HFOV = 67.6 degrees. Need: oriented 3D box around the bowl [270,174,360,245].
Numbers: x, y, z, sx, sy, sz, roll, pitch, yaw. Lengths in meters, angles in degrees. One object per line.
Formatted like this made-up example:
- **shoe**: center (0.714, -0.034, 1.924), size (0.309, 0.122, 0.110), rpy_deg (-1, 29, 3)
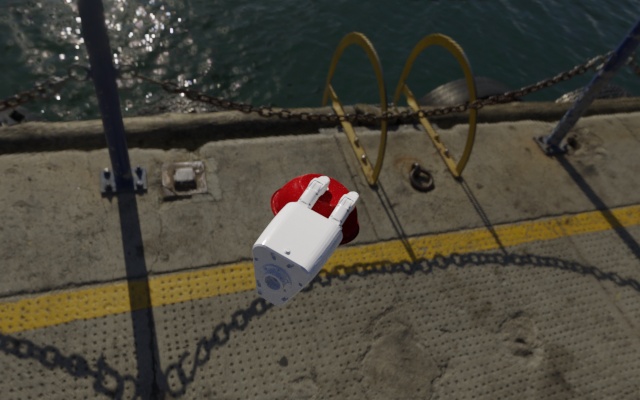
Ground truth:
- **bowl**: center (0.000, 0.002, 0.806), size (0.162, 0.055, 0.162), rpy_deg (17, 31, -10)
